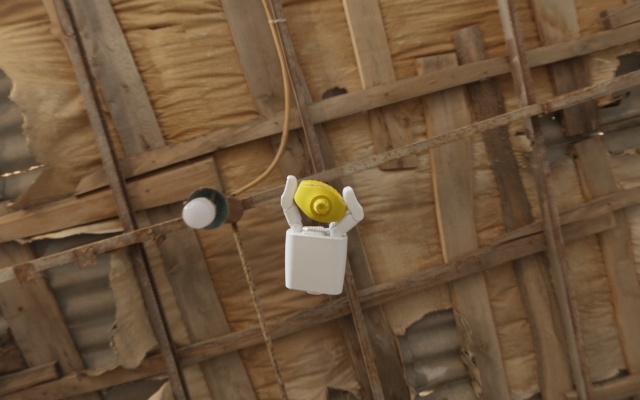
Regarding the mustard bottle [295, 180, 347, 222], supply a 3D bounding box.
[{"bbox_3d":[0.000,0.002,0.871,0.096,0.058,0.191,27,5,-3],"label":"mustard bottle"}]
